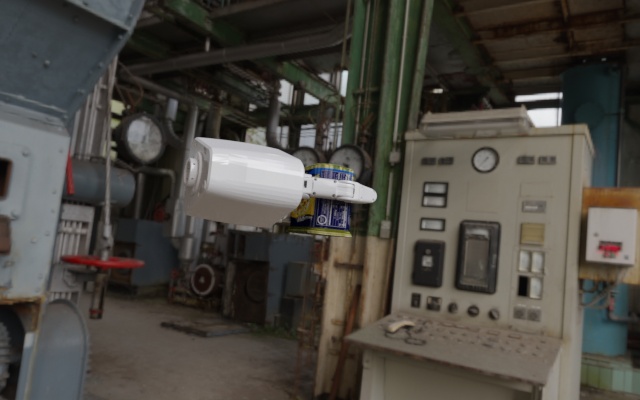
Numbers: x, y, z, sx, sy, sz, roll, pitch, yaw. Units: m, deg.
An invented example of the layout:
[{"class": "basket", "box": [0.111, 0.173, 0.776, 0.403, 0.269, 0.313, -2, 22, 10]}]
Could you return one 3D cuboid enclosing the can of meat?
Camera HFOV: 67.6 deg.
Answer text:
[{"class": "can of meat", "box": [0.000, 0.002, 0.603, 0.057, 0.084, 0.102, 7, -6, -24]}]
